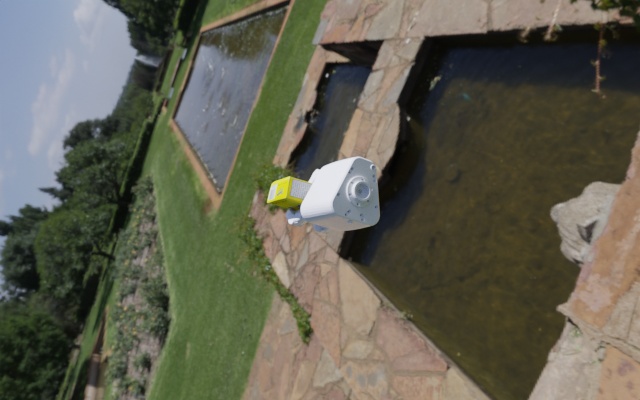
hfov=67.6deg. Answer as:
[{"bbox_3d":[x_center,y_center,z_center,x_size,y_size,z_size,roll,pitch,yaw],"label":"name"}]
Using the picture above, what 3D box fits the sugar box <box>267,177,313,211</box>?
[{"bbox_3d":[0.000,0.003,0.886,0.176,0.048,0.093,18,-13,-24],"label":"sugar box"}]
